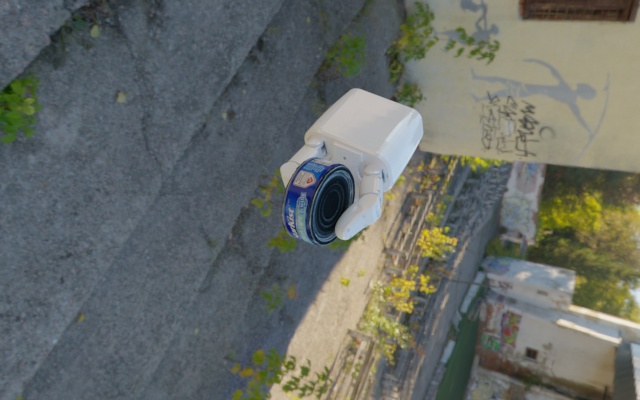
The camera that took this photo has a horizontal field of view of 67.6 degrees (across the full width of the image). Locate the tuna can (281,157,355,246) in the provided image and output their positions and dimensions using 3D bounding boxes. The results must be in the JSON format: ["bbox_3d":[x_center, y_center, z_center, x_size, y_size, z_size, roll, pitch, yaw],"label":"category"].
[{"bbox_3d":[0.001,0.002,0.480,0.033,0.086,0.086,17,9,30],"label":"tuna can"}]
